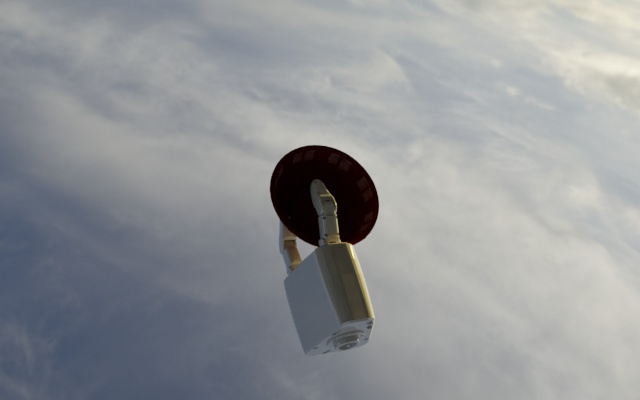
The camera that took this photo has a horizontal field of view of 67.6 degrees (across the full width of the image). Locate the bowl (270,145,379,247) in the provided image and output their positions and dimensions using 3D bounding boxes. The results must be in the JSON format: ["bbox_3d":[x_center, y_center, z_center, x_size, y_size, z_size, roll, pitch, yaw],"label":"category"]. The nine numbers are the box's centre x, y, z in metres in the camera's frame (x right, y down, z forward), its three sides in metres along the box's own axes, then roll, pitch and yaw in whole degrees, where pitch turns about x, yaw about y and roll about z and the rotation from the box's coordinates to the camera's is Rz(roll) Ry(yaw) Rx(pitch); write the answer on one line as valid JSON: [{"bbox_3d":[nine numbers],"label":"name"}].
[{"bbox_3d":[0.000,0.001,0.685,0.162,0.162,0.055,0,-25,-21],"label":"bowl"}]
